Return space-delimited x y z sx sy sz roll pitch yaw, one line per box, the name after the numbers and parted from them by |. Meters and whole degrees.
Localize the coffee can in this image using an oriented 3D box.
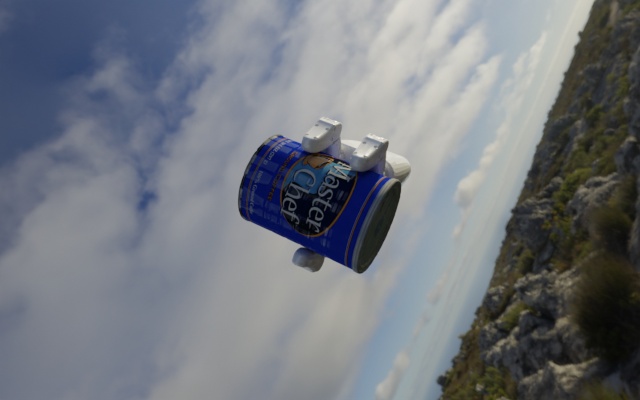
0.000 0.002 0.503 0.140 0.103 0.103 23 8 19 | coffee can
